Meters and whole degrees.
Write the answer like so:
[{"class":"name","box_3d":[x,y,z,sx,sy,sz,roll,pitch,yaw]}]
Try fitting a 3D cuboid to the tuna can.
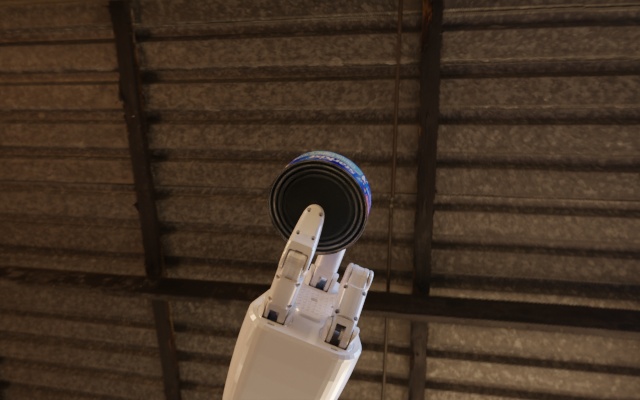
[{"class":"tuna can","box_3d":[0.000,0.001,0.410,0.086,0.086,0.033,0,22,14]}]
